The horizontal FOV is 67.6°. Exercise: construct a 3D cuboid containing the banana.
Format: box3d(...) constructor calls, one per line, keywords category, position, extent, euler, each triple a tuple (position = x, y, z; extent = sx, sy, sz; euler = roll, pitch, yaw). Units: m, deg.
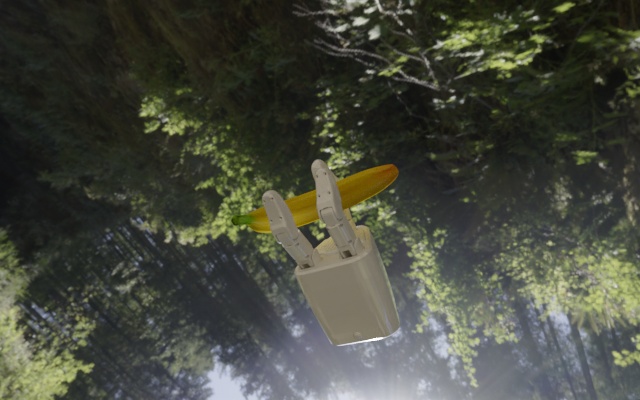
box3d(category="banana", position=(-0.002, 0.003, 0.569), extent=(0.198, 0.037, 0.069), euler=(-20, -2, 2))
